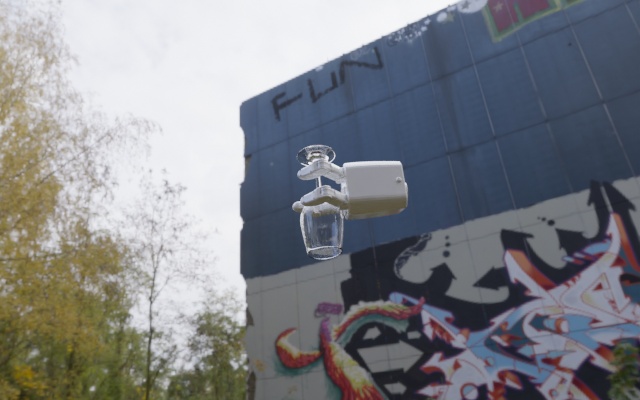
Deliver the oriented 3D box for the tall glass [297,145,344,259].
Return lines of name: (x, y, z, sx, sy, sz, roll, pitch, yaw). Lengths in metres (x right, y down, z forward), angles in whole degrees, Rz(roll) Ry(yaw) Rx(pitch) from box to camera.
tall glass: (0.000, 0.002, 0.874, 0.079, 0.201, 0.079, -4, -26, -2)
